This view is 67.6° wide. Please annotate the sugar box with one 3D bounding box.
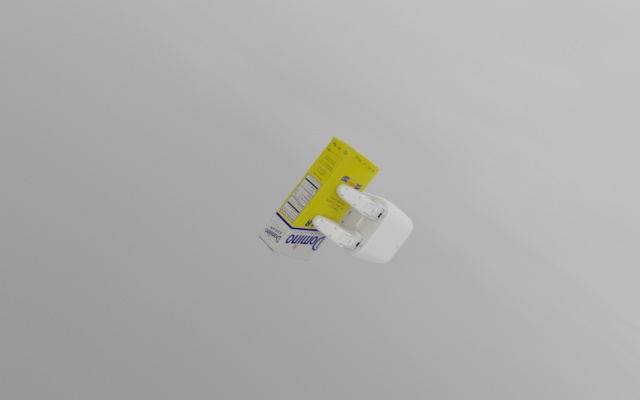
[{"bbox_3d":[0.001,0.002,0.675,0.048,0.176,0.093,39,7,34],"label":"sugar box"}]
